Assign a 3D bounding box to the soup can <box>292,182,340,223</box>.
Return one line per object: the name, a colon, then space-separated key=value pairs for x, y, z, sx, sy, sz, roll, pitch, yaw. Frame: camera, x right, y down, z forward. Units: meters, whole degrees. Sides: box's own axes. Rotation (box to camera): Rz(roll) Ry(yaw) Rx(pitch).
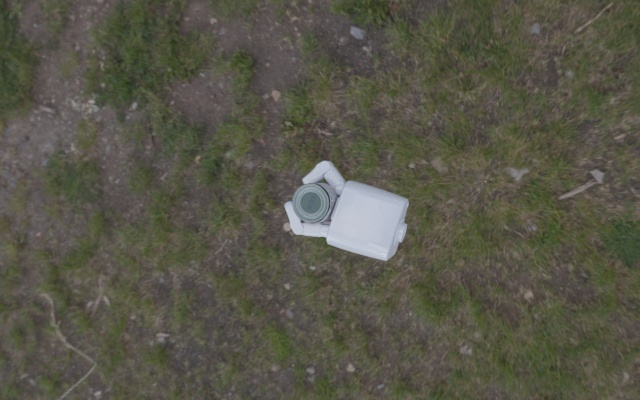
soup can: x=0.000 y=0.002 z=0.824 sx=0.068 sy=0.068 sz=0.102 roll=0 pitch=2 yaw=19
